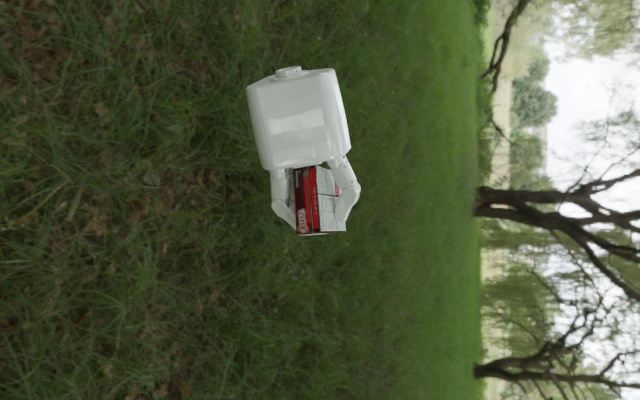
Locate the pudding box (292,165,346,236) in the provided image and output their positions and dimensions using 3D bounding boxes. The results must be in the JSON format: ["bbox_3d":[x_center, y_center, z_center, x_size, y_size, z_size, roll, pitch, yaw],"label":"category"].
[{"bbox_3d":[0.000,0.002,0.656,0.039,0.090,0.113,-5,-5,22],"label":"pudding box"}]
